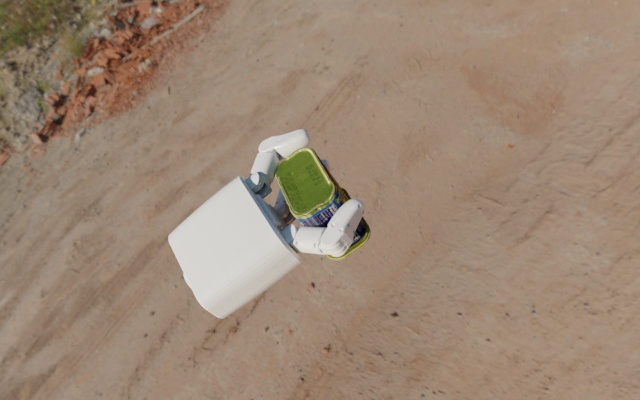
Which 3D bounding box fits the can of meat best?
[{"bbox_3d":[0.000,0.002,0.520,0.057,0.102,0.084,-34,-47,5],"label":"can of meat"}]
